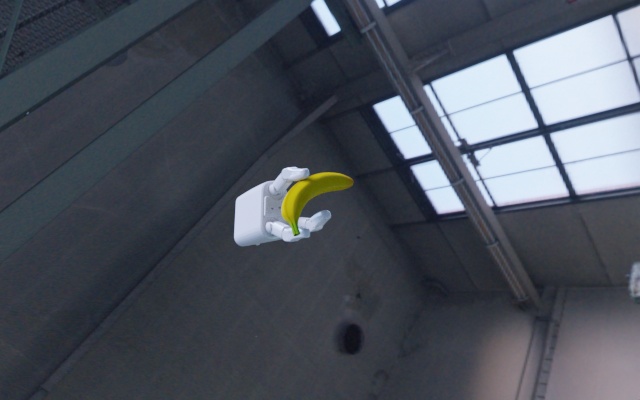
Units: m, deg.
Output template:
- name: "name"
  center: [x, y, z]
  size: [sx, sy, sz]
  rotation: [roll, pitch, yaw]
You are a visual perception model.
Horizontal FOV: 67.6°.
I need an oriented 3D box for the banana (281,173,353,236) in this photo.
- name: "banana"
  center: [-0.013, -0.011, 0.860]
  size: [0.037, 0.069, 0.197]
  rotation: [-29, 10, 47]
